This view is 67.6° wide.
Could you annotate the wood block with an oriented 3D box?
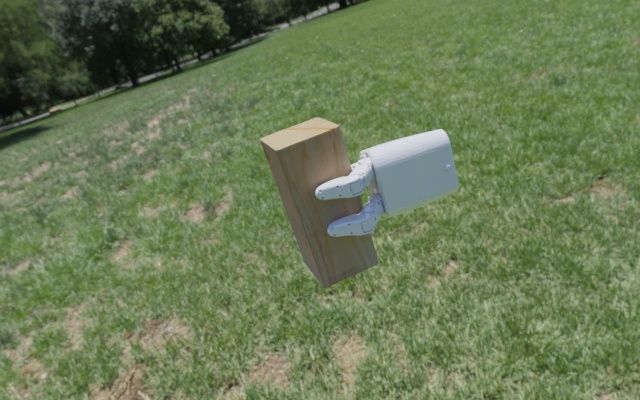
[{"bbox_3d":[0.000,0.002,0.660,0.090,0.206,0.090,-23,23,-12],"label":"wood block"}]
